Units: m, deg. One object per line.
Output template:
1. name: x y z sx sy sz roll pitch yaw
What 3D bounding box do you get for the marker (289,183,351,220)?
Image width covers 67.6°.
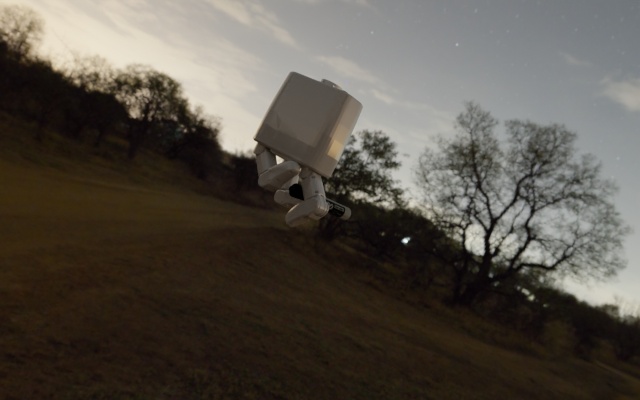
1. marker: 0.000 0.002 0.644 0.020 0.020 0.121 0 -17 40
